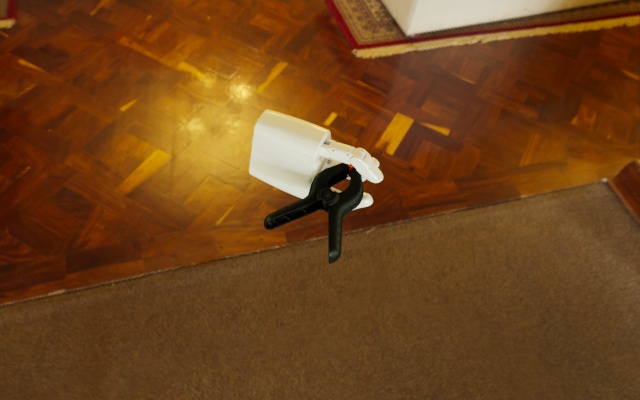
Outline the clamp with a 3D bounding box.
[{"bbox_3d":[0.000,0.002,0.690,0.120,0.171,0.039,22,-34,11],"label":"clamp"}]
